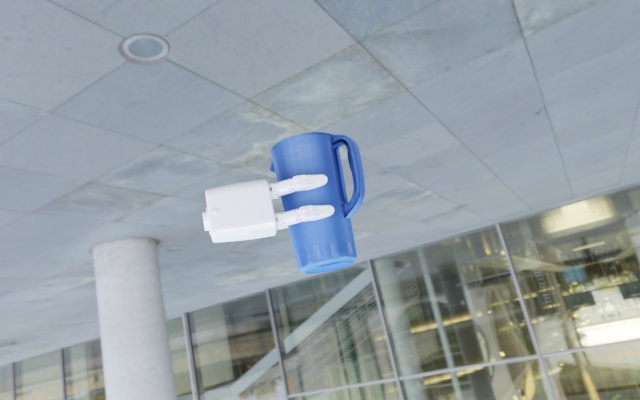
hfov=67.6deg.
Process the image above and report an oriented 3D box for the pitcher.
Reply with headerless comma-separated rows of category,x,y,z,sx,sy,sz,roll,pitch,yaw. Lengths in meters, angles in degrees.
pitcher,0.000,0.003,0.876,0.145,0.242,0.149,-7,-16,-17
